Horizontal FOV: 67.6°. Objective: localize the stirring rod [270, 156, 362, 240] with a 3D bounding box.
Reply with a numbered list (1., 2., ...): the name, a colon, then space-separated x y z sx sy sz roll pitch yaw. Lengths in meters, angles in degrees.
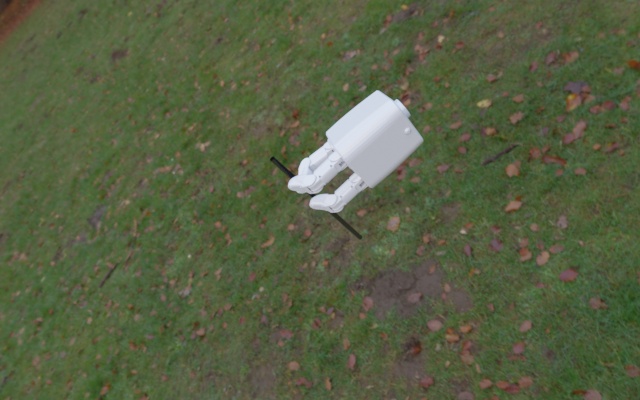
1. stirring rod: 0.000 0.002 0.765 0.011 0.011 0.240 0 -32 43
